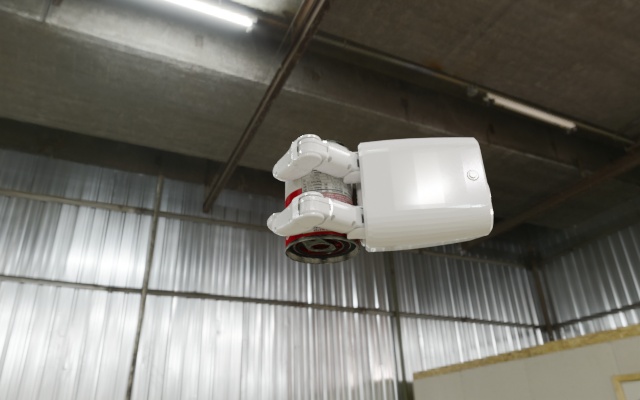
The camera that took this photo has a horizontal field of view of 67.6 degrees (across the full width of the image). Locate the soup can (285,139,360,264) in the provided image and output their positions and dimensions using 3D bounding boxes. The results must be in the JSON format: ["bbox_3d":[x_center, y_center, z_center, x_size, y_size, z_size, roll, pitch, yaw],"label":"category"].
[{"bbox_3d":[0.000,0.001,0.455,0.068,0.102,0.068,-2,-26,-1],"label":"soup can"}]
